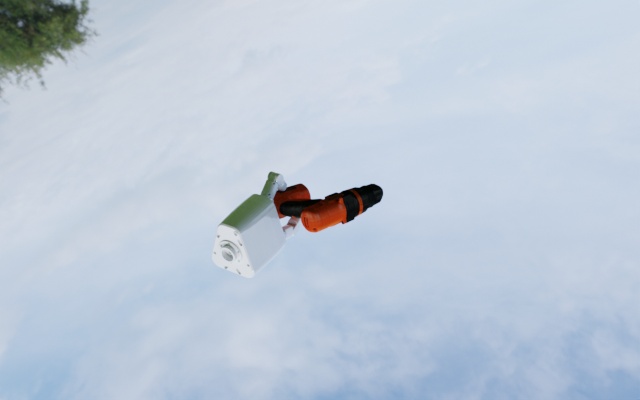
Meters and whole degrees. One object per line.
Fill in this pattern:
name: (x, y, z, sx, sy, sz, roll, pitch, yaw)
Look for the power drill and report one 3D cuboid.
power drill: (0.000, 0.003, 0.895, 0.184, 0.057, 0.187, -20, 15, -38)
